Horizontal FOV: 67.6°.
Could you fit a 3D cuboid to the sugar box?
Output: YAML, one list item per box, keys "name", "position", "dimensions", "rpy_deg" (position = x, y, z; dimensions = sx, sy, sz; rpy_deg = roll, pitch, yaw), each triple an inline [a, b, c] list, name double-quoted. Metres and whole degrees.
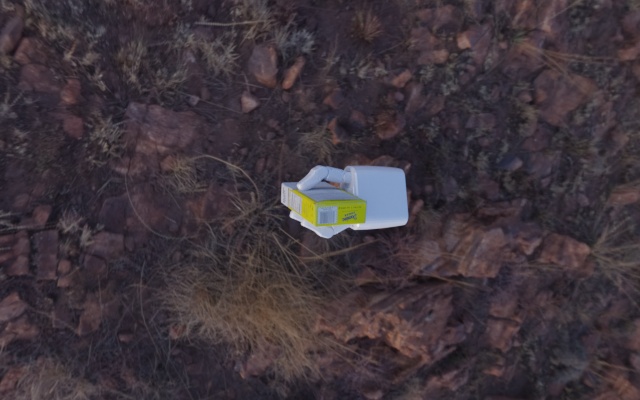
- name: "sugar box"
  position: [0.000, 0.003, 0.842]
  dimensions: [0.093, 0.048, 0.176]
  rpy_deg: [-2, 11, -22]
